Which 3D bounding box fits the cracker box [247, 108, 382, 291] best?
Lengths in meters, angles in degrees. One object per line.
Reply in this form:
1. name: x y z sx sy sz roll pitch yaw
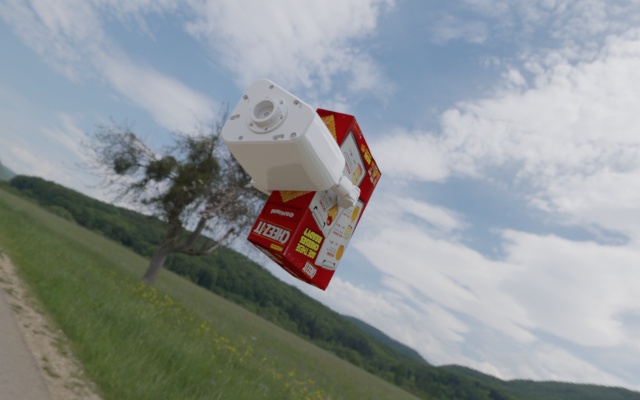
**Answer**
1. cracker box: 0.000 0.002 0.693 0.072 0.213 0.164 19 -18 29
